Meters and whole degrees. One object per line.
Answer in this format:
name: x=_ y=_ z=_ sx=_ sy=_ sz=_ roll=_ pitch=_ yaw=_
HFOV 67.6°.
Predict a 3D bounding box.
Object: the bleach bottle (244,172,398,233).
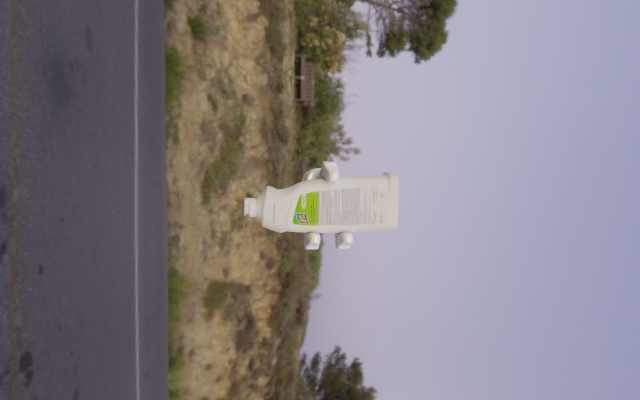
bleach bottle: x=0.000 y=0.003 z=0.794 sx=0.251 sy=0.102 sz=0.068 roll=0 pitch=3 yaw=-10
